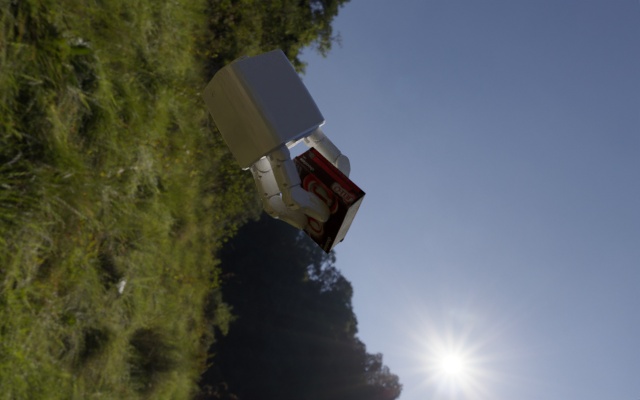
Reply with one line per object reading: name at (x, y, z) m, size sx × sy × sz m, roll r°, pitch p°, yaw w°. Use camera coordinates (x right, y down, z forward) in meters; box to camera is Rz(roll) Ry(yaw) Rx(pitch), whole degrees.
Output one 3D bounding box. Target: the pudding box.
pudding box at (0.000, 0.002, 0.592) m, size 0.039 × 0.090 × 0.114 m, roll -36°, pitch -20°, yaw -29°
